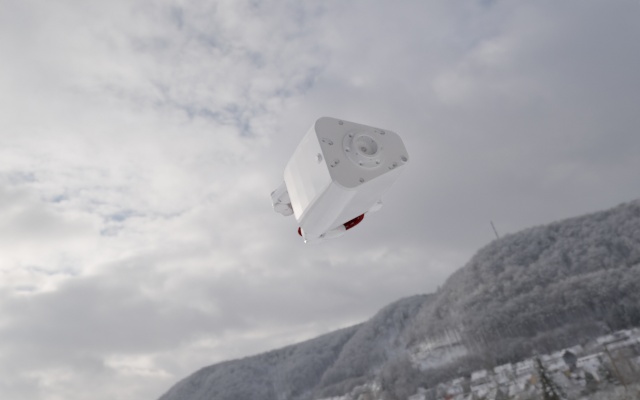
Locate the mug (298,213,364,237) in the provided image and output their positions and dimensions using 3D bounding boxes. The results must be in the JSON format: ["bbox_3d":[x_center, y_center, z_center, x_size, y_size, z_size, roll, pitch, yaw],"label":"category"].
[{"bbox_3d":[0.000,0.003,0.670,0.093,0.081,0.117,-3,-25,-28],"label":"mug"}]
